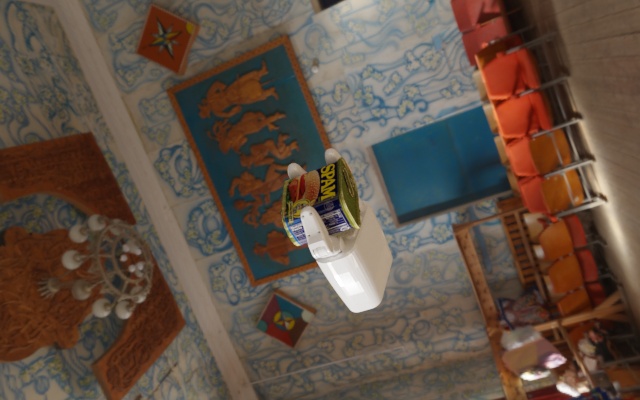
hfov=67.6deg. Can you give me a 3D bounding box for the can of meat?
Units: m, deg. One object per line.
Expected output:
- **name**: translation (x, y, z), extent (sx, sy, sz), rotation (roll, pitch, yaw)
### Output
- **can of meat**: translation (0.000, 0.002, 0.601), extent (0.084, 0.057, 0.102), rotation (-20, 36, 16)
